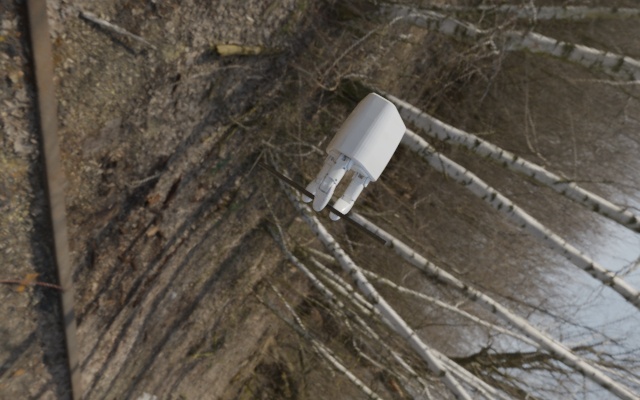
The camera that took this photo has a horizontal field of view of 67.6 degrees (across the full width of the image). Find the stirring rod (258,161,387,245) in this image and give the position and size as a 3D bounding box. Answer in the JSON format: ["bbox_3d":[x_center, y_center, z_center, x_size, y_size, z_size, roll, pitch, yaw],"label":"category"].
[{"bbox_3d":[0.000,0.002,0.757,0.239,0.011,0.011,33,7,10],"label":"stirring rod"}]
